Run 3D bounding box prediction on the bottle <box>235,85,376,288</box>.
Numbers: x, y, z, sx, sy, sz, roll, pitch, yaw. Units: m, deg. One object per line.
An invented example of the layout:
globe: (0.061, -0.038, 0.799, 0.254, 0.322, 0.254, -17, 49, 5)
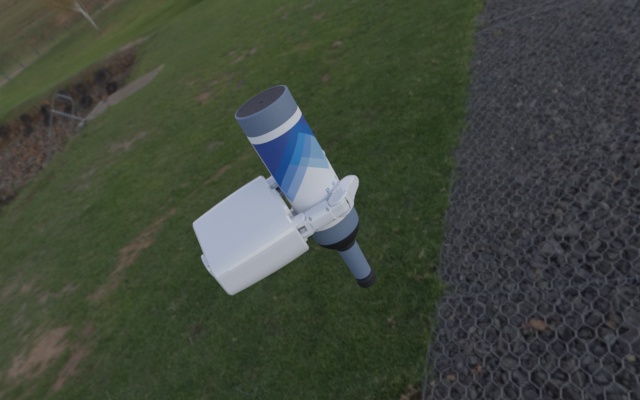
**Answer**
bottle: (0.000, 0.002, 0.595, 0.069, 0.296, 0.069, -23, 30, 14)
